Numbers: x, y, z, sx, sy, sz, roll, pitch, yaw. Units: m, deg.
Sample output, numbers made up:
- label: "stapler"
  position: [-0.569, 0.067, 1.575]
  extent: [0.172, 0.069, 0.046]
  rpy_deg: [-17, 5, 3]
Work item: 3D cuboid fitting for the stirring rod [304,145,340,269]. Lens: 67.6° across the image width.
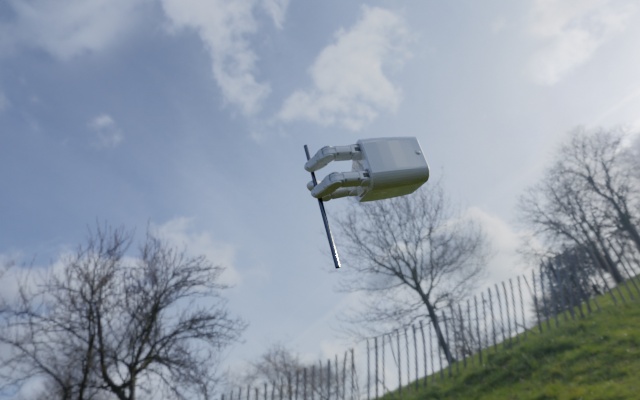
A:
- label: "stirring rod"
  position: [0.000, 0.003, 0.792]
  extent: [0.011, 0.239, 0.011]
  rpy_deg: [-11, -31, -7]
